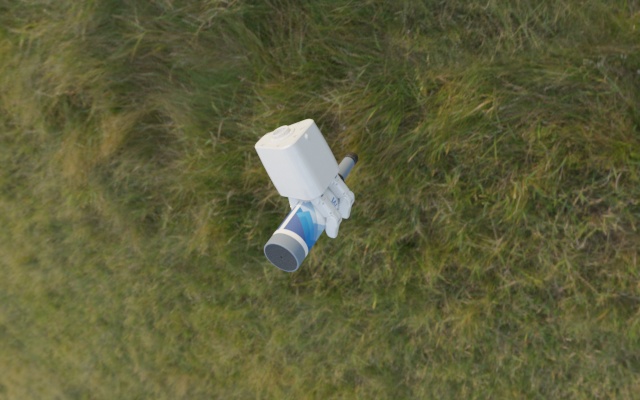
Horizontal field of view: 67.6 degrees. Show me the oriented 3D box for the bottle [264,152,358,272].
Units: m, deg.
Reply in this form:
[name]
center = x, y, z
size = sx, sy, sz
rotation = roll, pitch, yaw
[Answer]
[bottle]
center = 0.000, 0.003, 0.883
size = 0.069, 0.069, 0.295
rotation = 0, 39, 35
